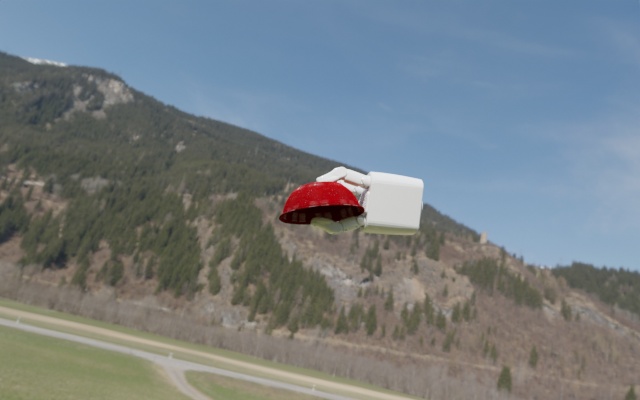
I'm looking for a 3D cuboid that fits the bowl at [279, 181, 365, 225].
[{"bbox_3d":[-0.001,0.002,0.897,0.162,0.055,0.162,-6,-13,-1],"label":"bowl"}]
